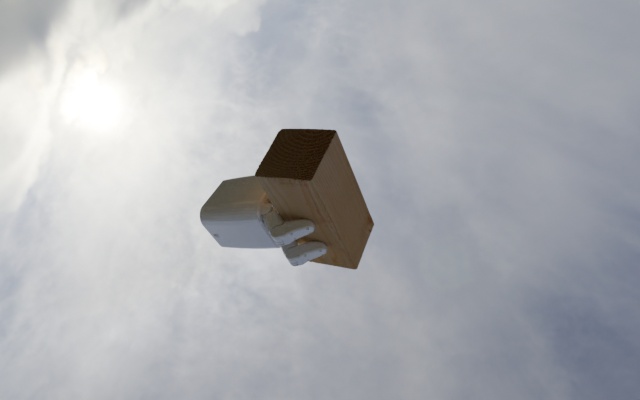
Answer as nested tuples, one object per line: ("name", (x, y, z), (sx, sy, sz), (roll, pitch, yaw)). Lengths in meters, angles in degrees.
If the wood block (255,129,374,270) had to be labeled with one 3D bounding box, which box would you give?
("wood block", (0.000, 0.002, 0.690), (0.090, 0.090, 0.206), (6, -36, 28))
